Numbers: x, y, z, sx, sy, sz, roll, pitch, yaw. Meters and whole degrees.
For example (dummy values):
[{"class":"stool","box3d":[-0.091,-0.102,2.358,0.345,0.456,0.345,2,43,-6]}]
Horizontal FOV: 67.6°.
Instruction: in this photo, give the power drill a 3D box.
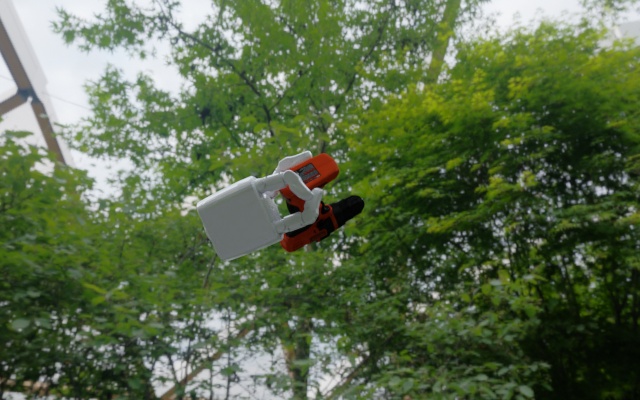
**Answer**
[{"class":"power drill","box3d":[0.000,0.003,0.868,0.184,0.057,0.188,-30,-35,-15]}]
